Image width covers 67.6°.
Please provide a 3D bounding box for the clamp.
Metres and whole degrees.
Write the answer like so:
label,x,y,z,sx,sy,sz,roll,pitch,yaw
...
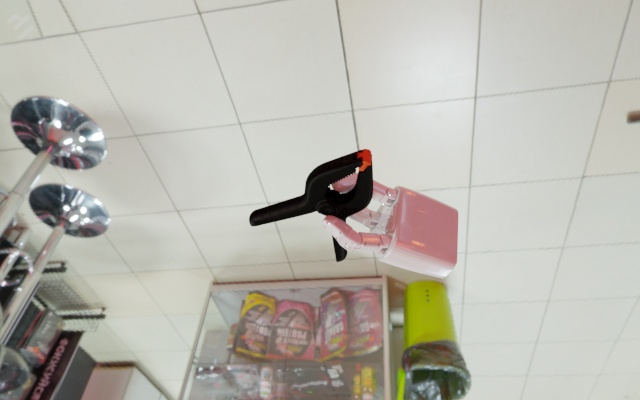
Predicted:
label,x,y,z,sx,sy,sz,roll,pitch,yaw
clamp,0.000,0.003,0.672,0.164,0.036,0.210,19,-46,-14
